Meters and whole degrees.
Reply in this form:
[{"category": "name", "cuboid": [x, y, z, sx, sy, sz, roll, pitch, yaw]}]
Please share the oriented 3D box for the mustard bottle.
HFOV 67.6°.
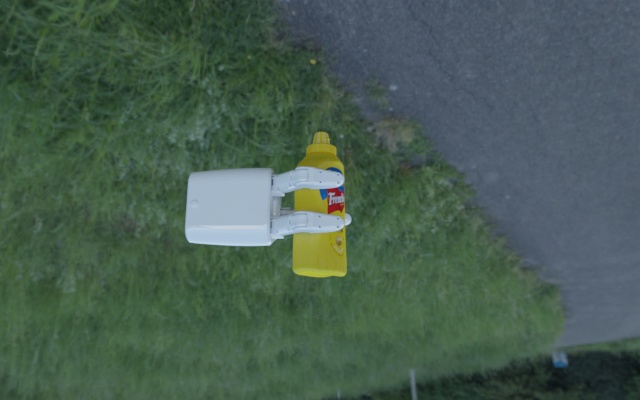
[{"category": "mustard bottle", "cuboid": [0.000, 0.002, 0.629, 0.058, 0.191, 0.096, -7, -15, 27]}]
